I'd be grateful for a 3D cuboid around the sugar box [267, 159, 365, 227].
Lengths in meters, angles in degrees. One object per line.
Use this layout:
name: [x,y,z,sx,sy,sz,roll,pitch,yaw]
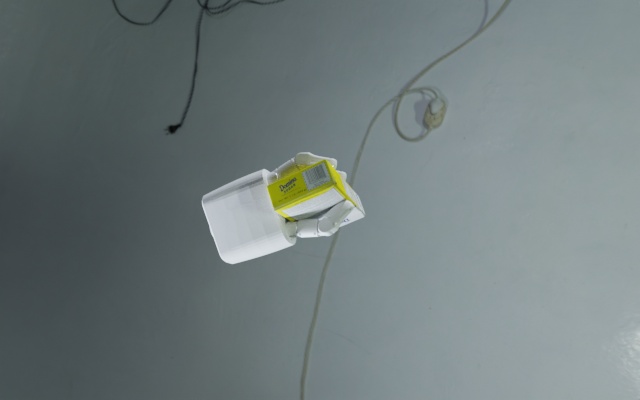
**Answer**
sugar box: [0.000,0.002,0.706,0.093,0.048,0.176,-23,-19,10]
